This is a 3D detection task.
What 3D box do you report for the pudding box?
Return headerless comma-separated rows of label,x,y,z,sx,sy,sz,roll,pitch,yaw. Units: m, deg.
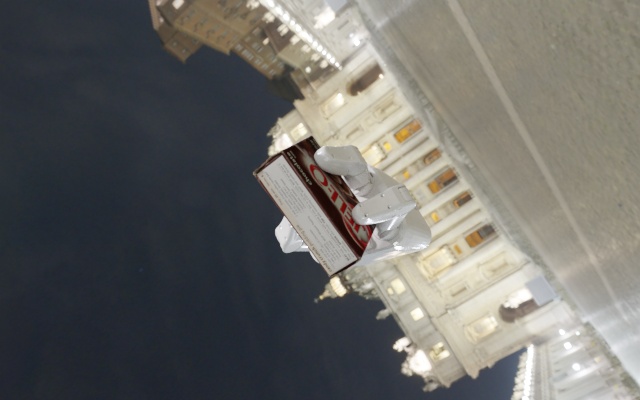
pudding box,0.000,0.001,0.430,0.039,0.113,0.090,-37,4,20
